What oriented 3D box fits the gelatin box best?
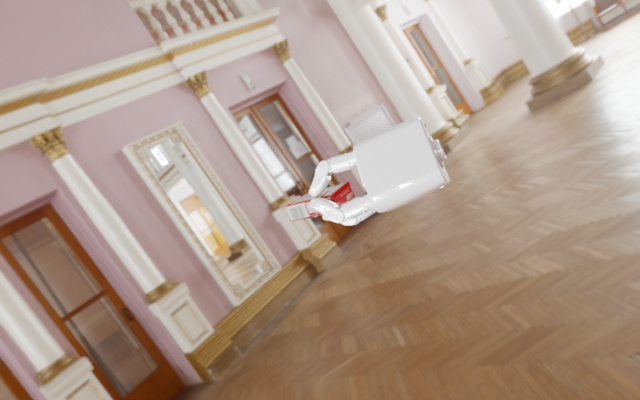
[{"bbox_3d":[0.000,0.002,0.767,0.089,0.030,0.073,-13,12,30],"label":"gelatin box"}]
